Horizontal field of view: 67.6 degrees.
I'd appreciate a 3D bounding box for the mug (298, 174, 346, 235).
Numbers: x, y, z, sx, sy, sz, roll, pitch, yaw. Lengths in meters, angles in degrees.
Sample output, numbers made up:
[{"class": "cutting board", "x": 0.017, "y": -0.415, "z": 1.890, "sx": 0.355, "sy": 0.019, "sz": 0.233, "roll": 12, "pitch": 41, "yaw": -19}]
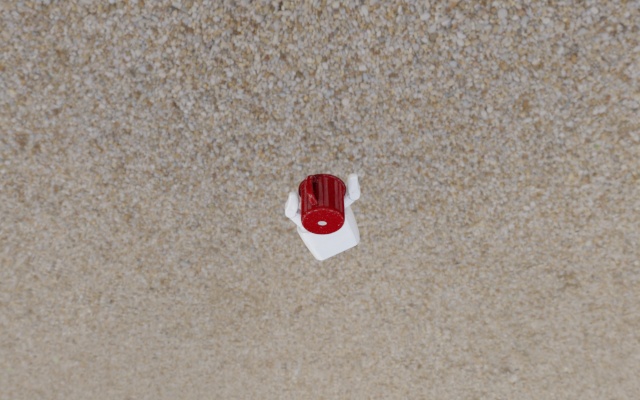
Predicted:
[{"class": "mug", "x": 0.000, "y": 0.002, "z": 0.882, "sx": 0.093, "sy": 0.081, "sz": 0.117, "roll": -13, "pitch": -42, "yaw": 14}]
